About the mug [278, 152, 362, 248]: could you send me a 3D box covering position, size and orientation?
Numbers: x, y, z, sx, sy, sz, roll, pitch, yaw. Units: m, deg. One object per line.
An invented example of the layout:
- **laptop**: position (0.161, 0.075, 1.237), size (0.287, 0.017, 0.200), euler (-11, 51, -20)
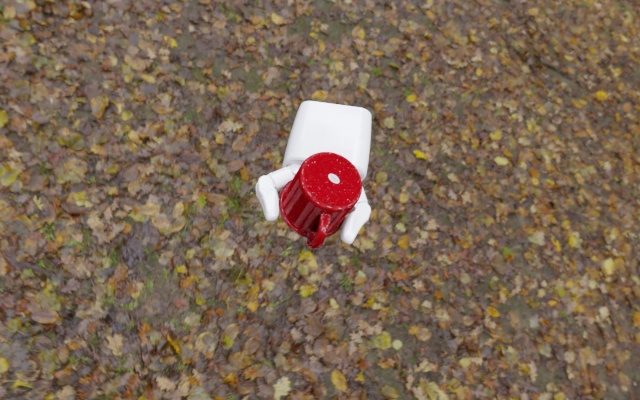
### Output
- **mug**: position (0.000, 0.003, 0.594), size (0.093, 0.117, 0.081), euler (15, -29, -12)
